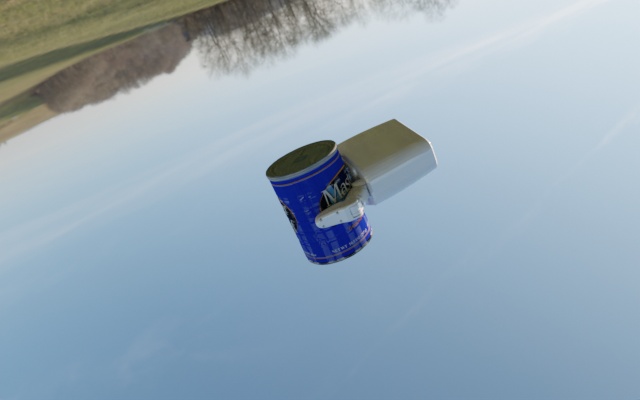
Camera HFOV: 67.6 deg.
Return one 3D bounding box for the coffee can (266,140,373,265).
[{"bbox_3d":[0.000,0.002,0.658,0.103,0.140,0.102,-21,22,9],"label":"coffee can"}]
